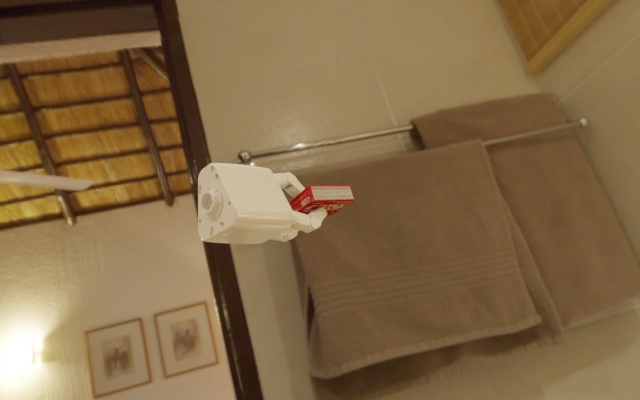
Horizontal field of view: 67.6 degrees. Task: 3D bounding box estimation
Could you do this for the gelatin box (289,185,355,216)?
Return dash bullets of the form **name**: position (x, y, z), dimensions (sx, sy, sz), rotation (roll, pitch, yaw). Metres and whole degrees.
- **gelatin box**: position (0.000, 0.002, 0.802), dimensions (0.089, 0.030, 0.073), rotation (-2, -23, -37)
